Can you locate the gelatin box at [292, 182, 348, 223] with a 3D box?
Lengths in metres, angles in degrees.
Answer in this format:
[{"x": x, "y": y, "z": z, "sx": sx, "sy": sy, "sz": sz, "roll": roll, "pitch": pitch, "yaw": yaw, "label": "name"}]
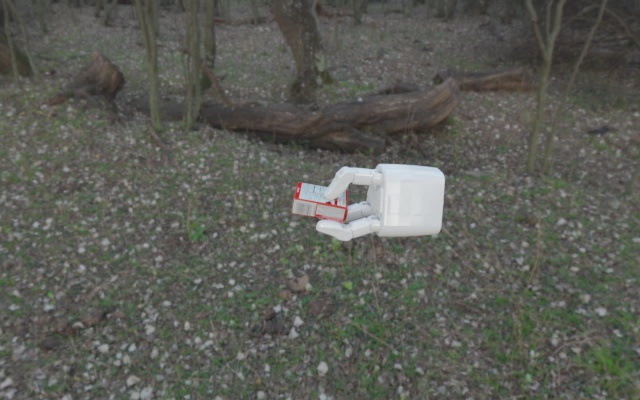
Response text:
[{"x": 0.000, "y": 0.002, "z": 0.788, "sx": 0.089, "sy": 0.030, "sz": 0.073, "roll": 11, "pitch": 24, "yaw": -2, "label": "gelatin box"}]
